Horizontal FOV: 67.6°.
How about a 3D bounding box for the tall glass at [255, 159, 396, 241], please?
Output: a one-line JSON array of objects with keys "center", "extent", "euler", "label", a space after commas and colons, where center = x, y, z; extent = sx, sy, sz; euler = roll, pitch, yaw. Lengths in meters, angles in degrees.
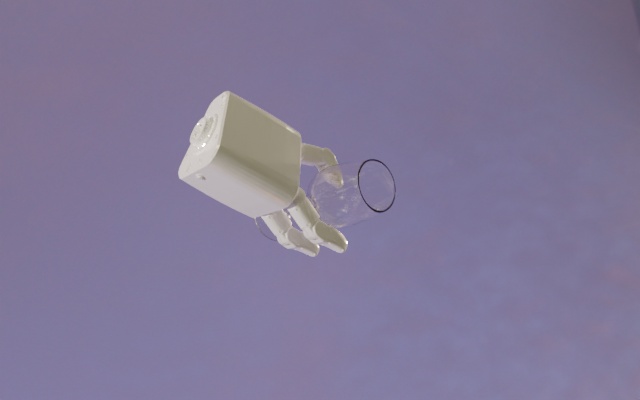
[{"center": [0.000, 0.002, 0.608], "extent": [0.079, 0.079, 0.201], "euler": [0, -11, -41], "label": "tall glass"}]
